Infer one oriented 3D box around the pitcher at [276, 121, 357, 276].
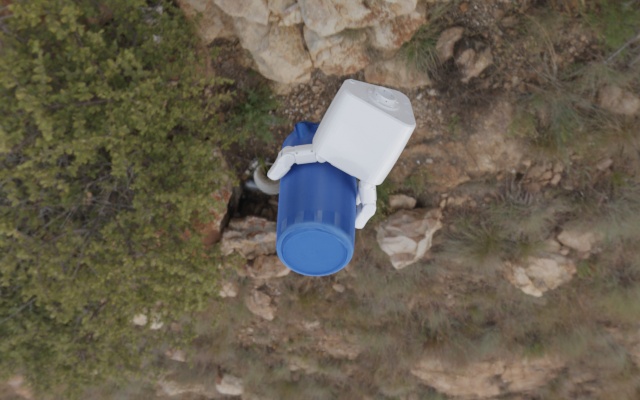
[{"bbox_3d":[0.000,0.002,0.747,0.149,0.145,0.242,20,38,-14],"label":"pitcher"}]
